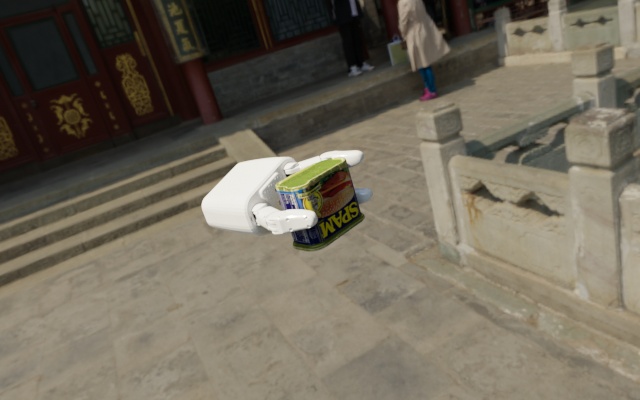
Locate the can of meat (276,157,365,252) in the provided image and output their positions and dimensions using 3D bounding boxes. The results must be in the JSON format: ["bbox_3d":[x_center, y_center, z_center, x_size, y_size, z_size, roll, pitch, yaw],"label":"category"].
[{"bbox_3d":[0.000,0.002,0.597,0.102,0.084,0.057,-32,23,-37],"label":"can of meat"}]
